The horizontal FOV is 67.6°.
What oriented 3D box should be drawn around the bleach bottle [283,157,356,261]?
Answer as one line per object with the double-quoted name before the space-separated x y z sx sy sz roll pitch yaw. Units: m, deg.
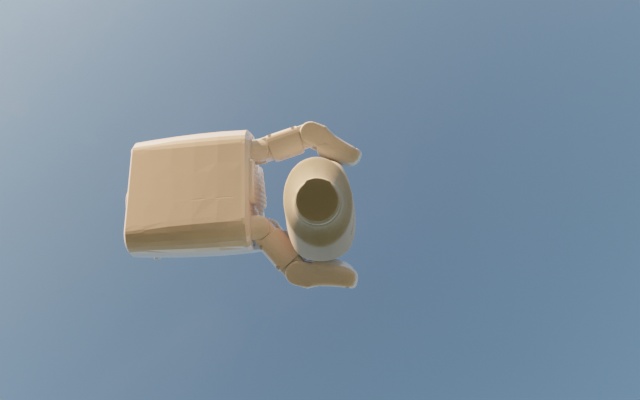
"bleach bottle" 0.000 0.002 0.433 0.068 0.102 0.251 -6 -5 1
